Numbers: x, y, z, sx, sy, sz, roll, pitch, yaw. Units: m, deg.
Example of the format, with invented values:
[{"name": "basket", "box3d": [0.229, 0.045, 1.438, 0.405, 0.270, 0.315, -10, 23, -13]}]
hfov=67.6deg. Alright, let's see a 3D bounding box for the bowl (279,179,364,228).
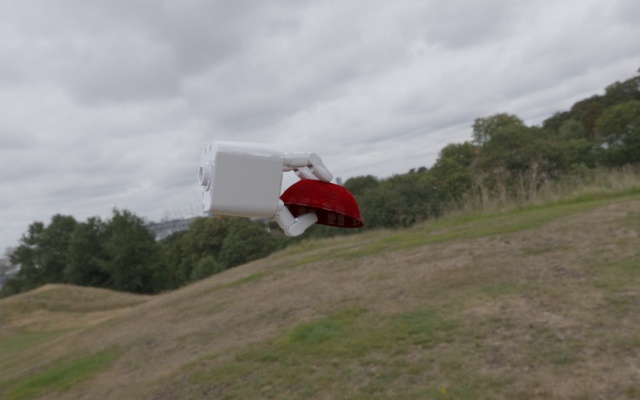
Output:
[{"name": "bowl", "box3d": [0.001, 0.003, 0.823, 0.162, 0.055, 0.162, 12, -12, 2]}]
